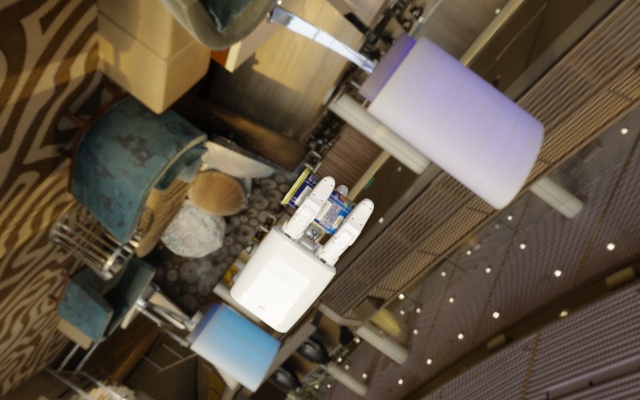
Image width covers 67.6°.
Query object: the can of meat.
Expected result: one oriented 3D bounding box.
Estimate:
[{"bbox_3d":[0.000,0.002,0.637,0.084,0.057,0.102,37,2,-3],"label":"can of meat"}]
